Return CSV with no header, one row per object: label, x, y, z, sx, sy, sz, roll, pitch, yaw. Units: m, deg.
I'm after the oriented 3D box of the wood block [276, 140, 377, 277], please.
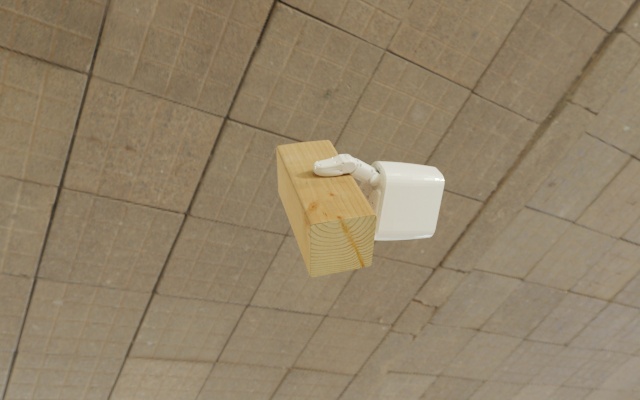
wood block,0.001,0.002,0.697,0.090,0.091,0.206,-8,36,-14
